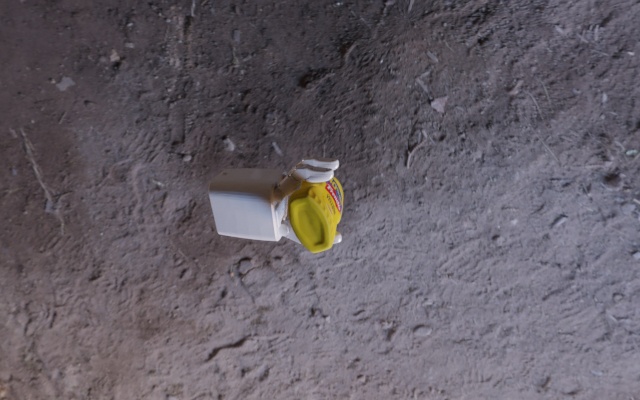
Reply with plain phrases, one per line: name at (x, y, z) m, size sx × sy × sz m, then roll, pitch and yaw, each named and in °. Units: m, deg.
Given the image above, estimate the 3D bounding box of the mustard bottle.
mustard bottle at (0.000, 0.003, 0.776) m, size 0.058 × 0.096 × 0.191 m, roll -20°, pitch 16°, yaw 17°
